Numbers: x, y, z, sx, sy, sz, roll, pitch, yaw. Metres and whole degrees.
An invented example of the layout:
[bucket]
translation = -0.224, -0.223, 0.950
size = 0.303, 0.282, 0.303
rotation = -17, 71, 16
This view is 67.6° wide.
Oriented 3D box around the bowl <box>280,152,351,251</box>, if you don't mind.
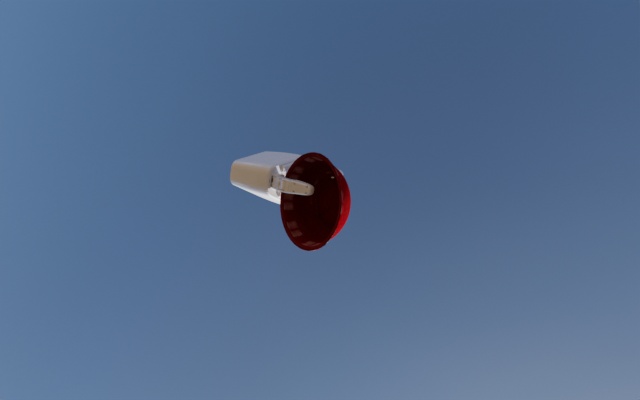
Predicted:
[bowl]
translation = 0.001, 0.003, 0.795
size = 0.055, 0.162, 0.162
rotation = 3, -2, -40
